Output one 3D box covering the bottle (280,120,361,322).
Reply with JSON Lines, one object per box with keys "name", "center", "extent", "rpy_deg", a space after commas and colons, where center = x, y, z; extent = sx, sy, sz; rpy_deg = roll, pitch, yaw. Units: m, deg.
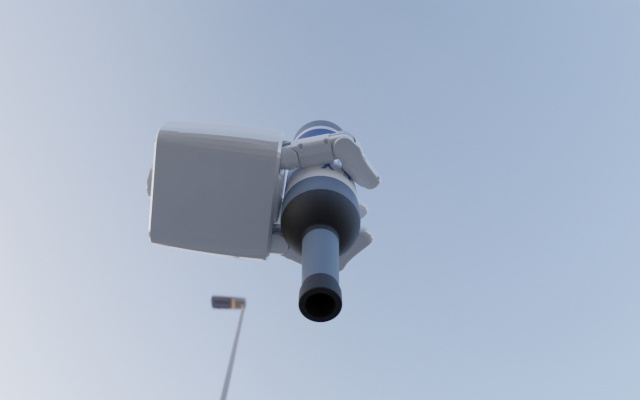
{"name": "bottle", "center": [0.000, 0.001, 0.427], "extent": [0.069, 0.069, 0.295], "rpy_deg": [0, 26, 0]}
